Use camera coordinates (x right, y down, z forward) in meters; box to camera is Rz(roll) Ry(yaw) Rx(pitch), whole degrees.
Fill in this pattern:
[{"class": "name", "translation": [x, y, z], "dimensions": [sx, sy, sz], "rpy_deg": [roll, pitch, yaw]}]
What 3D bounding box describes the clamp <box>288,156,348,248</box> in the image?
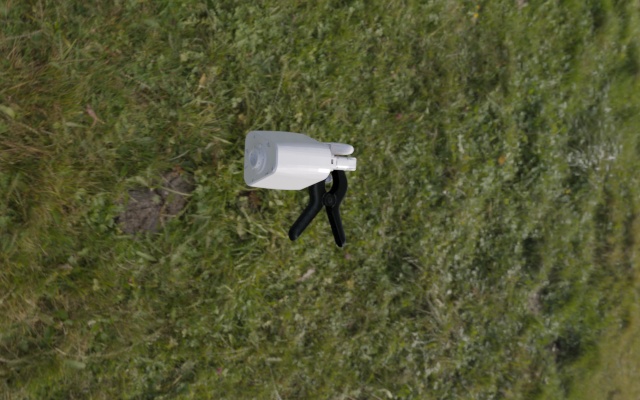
[{"class": "clamp", "translation": [0.001, 0.003, 0.866], "dimensions": [0.120, 0.171, 0.039], "rpy_deg": [0, 4, -38]}]
